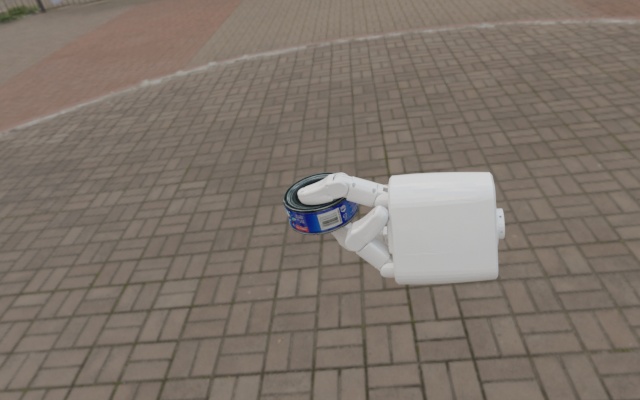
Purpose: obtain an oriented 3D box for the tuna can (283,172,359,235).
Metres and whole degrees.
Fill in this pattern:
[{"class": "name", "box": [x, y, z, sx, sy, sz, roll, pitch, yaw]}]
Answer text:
[{"class": "tuna can", "box": [0.000, 0.001, 0.562, 0.086, 0.034, 0.086, -12, 31, 7]}]
